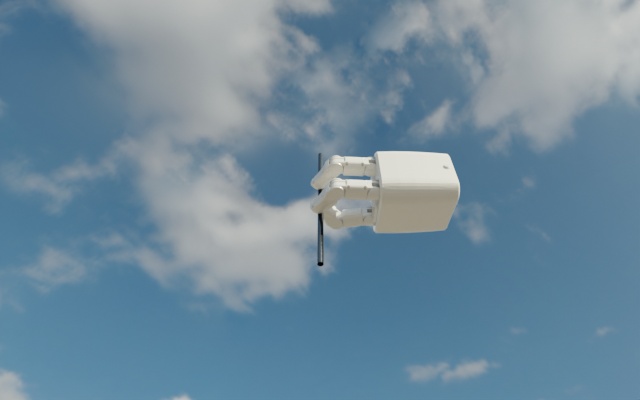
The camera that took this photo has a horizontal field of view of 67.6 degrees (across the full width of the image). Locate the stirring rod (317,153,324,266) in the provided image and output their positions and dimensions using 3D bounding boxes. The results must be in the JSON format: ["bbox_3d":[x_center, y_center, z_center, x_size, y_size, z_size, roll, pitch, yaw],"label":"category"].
[{"bbox_3d":[0.000,0.002,0.680,0.011,0.011,0.239,0,39,0],"label":"stirring rod"}]
